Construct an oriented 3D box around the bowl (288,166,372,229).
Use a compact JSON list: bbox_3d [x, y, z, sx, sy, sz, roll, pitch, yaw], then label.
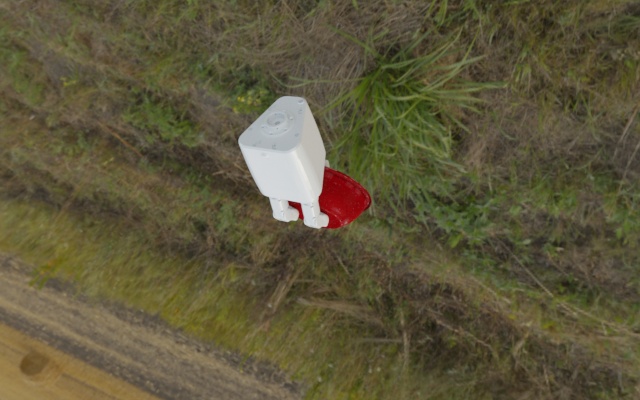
[{"bbox_3d":[0.001,0.004,0.793,0.162,0.055,0.162,17,-22,7],"label":"bowl"}]
